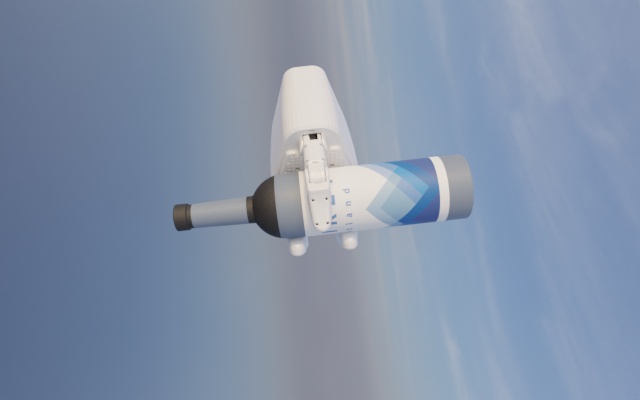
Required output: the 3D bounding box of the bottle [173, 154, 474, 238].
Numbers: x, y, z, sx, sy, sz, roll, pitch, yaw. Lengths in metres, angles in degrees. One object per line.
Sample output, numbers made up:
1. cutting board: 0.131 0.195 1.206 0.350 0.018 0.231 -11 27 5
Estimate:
1. bottle: 0.000 0.002 0.488 0.296 0.069 0.069 -6 0 -1
